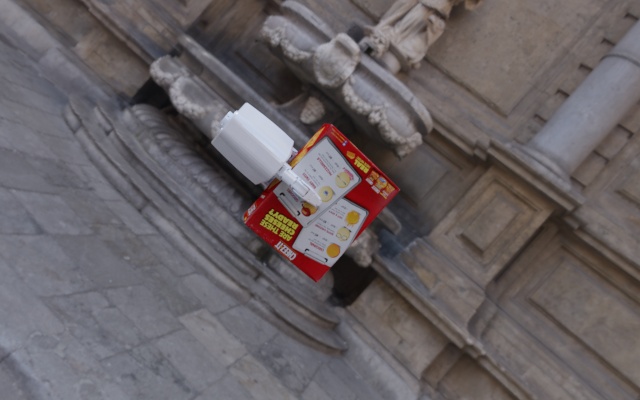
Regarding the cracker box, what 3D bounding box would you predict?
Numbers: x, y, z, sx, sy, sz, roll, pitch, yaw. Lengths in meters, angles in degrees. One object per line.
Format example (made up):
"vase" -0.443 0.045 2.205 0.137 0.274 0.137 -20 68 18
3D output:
"cracker box" 0.000 0.003 0.810 0.164 0.213 0.072 41 1 -14
